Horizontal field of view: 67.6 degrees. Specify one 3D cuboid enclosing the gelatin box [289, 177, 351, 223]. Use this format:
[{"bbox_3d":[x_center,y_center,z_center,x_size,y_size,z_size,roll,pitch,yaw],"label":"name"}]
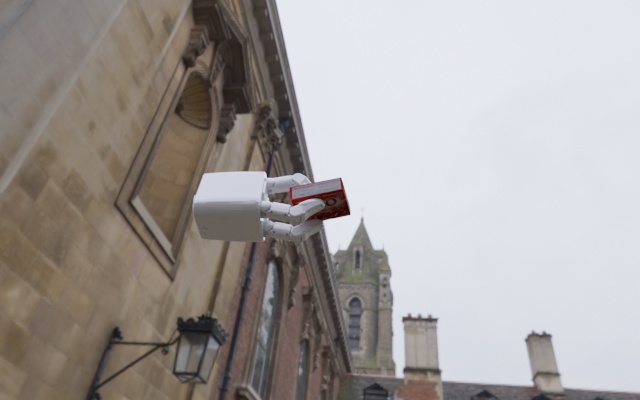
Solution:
[{"bbox_3d":[0.000,0.002,0.788,0.089,0.030,0.073,-12,-39,7],"label":"gelatin box"}]
